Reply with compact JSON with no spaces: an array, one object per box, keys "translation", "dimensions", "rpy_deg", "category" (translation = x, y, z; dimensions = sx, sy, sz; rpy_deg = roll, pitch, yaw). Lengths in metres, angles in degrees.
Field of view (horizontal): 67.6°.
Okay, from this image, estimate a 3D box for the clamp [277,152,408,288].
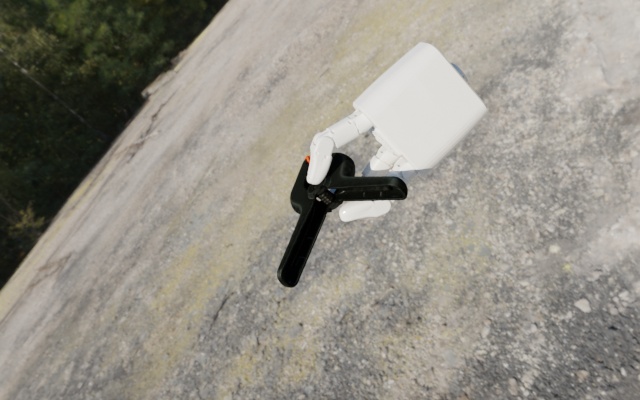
[{"translation":[0.000,0.001,0.561],"dimensions":[0.036,0.164,0.210],"rpy_deg":[46,5,-26],"category":"clamp"}]
